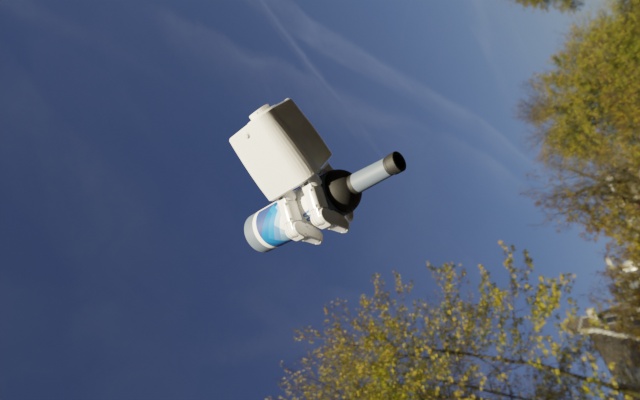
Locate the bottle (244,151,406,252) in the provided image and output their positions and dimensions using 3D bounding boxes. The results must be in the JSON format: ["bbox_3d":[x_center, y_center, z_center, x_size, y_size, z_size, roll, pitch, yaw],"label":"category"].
[{"bbox_3d":[0.000,0.002,0.693,0.069,0.069,0.296,0,-21,-46],"label":"bottle"}]
